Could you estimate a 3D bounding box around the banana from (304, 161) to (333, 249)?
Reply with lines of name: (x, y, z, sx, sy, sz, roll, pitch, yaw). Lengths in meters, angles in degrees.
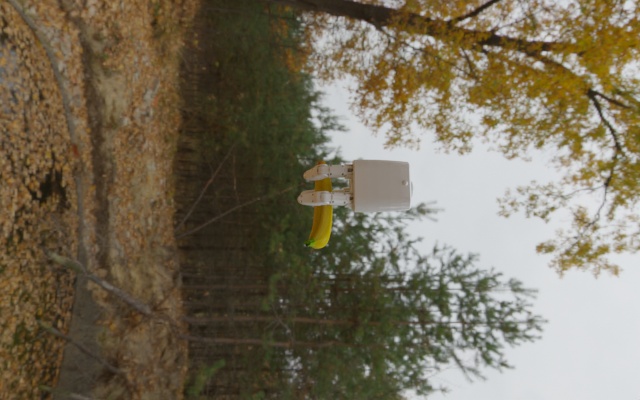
banana: (0.003, 0.017, 0.912, 0.037, 0.197, 0.070, -1, -37, 10)
